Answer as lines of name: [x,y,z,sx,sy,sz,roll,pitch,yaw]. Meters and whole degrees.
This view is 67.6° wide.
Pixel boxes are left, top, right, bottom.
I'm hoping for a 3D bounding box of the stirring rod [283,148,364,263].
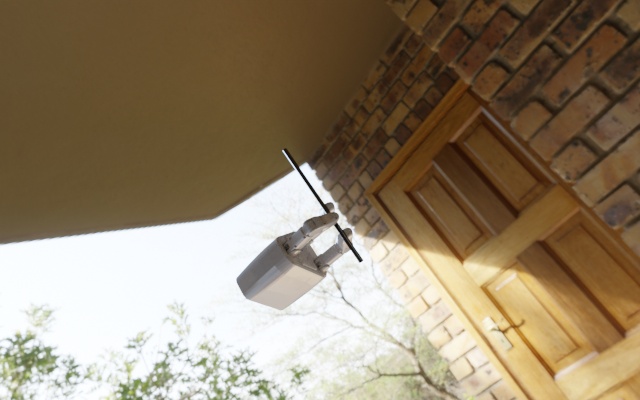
stirring rod: [0.000,0.003,0.772,0.011,0.239,0.011,-27,-26,-15]
